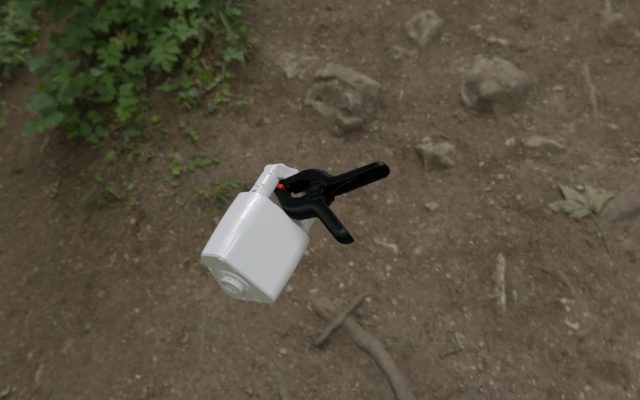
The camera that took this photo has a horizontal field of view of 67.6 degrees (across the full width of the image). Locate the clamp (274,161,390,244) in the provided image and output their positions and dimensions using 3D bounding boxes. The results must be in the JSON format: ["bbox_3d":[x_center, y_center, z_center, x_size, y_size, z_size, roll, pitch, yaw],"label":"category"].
[{"bbox_3d":[0.000,0.002,0.627,0.171,0.120,0.039,-3,-44,38],"label":"clamp"}]
